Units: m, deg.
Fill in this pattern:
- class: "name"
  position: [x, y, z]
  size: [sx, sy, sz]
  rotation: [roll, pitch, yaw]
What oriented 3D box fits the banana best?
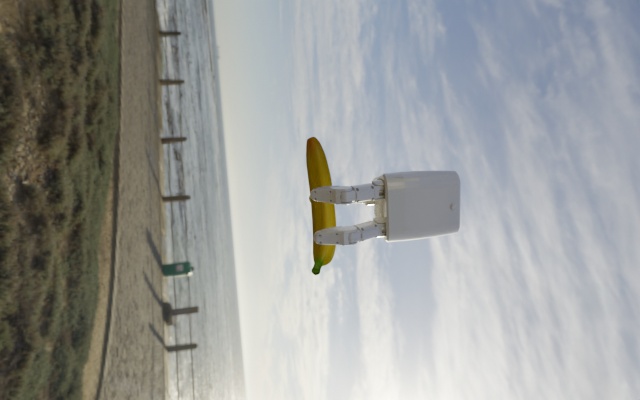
- class: "banana"
  position: [0.002, 0.008, 0.701]
  size: [0.037, 0.197, 0.069]
  rotation: [-5, -9, 5]
